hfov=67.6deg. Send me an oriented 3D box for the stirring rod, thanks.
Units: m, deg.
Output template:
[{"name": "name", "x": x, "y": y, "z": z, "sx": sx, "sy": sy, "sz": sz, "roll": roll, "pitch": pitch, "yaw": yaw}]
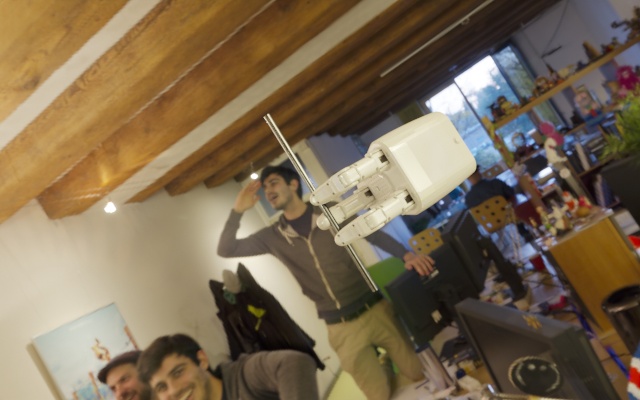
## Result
[{"name": "stirring rod", "x": 0.000, "y": 0.002, "z": 0.558, "sx": 0.011, "sy": 0.239, "sz": 0.011, "roll": -32, "pitch": -3, "yaw": -2}]
